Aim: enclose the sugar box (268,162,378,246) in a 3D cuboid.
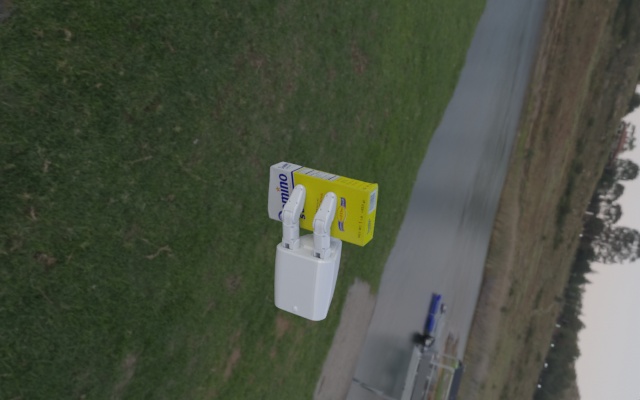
[{"bbox_3d":[0.000,0.003,0.758,0.176,0.093,0.048,13,22,23],"label":"sugar box"}]
